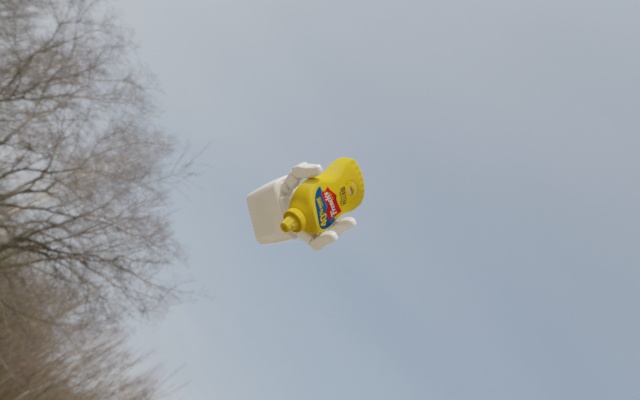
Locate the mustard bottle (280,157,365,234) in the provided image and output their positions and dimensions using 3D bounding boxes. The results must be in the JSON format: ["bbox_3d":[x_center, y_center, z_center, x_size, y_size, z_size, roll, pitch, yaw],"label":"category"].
[{"bbox_3d":[0.001,0.003,0.824,0.058,0.096,0.191,13,34,38],"label":"mustard bottle"}]
